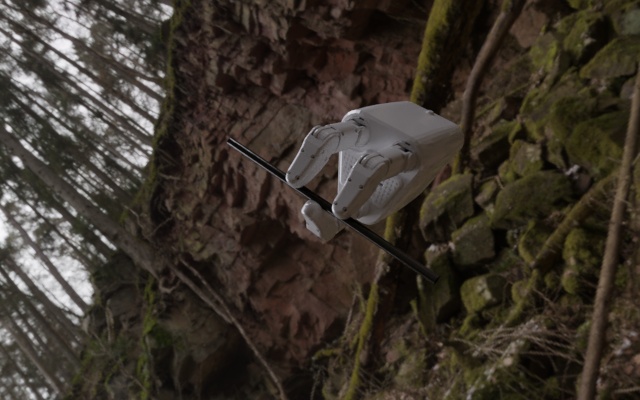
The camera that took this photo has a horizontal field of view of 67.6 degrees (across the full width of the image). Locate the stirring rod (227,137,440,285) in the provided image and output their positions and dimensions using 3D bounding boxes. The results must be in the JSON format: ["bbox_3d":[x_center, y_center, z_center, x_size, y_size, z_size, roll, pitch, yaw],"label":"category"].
[{"bbox_3d":[0.000,0.001,0.421,0.239,0.011,0.011,34,16,26],"label":"stirring rod"}]
